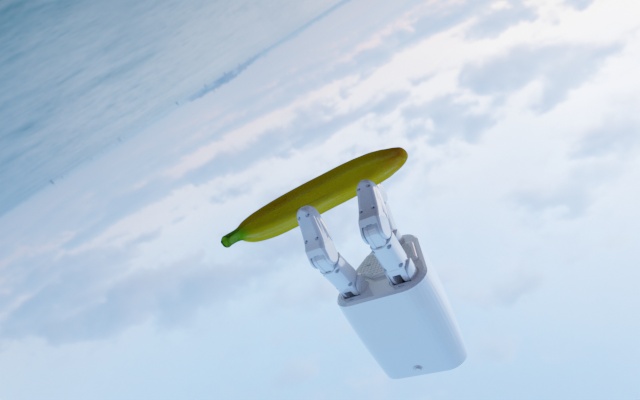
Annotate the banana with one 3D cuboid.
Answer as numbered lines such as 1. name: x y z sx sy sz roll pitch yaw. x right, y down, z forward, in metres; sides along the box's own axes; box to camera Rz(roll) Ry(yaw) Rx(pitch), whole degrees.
1. banana: -0.004 -0.001 0.484 0.198 0.037 0.069 -28 13 5
